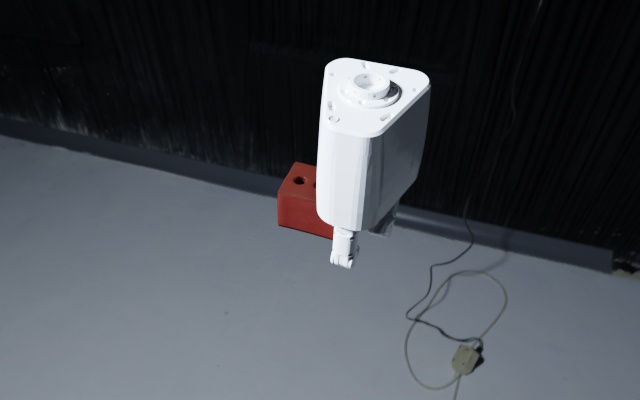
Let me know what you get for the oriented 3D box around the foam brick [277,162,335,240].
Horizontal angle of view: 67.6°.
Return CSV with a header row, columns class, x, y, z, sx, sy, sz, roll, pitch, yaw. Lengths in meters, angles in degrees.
class,x,y,z,sx,sy,sz,roll,pitch,yaw
foam brick,0.000,0.002,0.495,0.078,0.051,0.053,14,48,13
